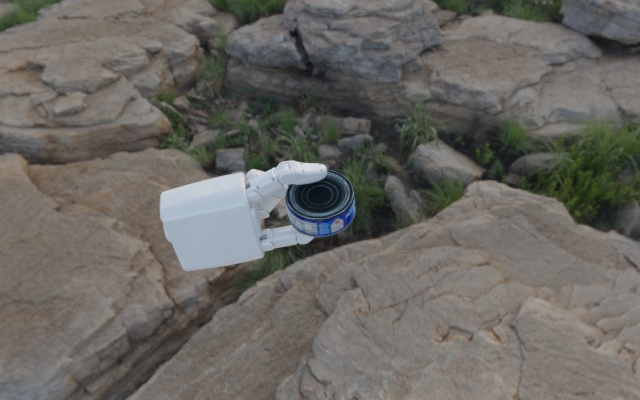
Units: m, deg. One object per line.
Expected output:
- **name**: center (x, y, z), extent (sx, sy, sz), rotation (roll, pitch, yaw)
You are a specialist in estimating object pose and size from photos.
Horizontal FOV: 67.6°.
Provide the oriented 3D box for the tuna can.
- **tuna can**: center (0.000, 0.002, 0.587), extent (0.086, 0.086, 0.034), rotation (0, -42, 5)
